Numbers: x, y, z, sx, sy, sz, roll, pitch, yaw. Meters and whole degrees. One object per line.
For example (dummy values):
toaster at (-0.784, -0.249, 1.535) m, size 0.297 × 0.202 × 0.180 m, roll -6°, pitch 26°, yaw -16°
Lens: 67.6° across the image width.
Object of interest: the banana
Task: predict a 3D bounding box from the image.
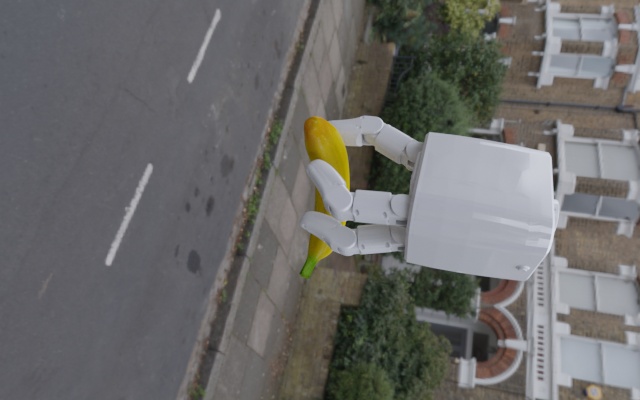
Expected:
banana at (0.006, -0.007, 0.479) m, size 0.037 × 0.198 × 0.069 m, roll 14°, pitch 41°, yaw 15°
